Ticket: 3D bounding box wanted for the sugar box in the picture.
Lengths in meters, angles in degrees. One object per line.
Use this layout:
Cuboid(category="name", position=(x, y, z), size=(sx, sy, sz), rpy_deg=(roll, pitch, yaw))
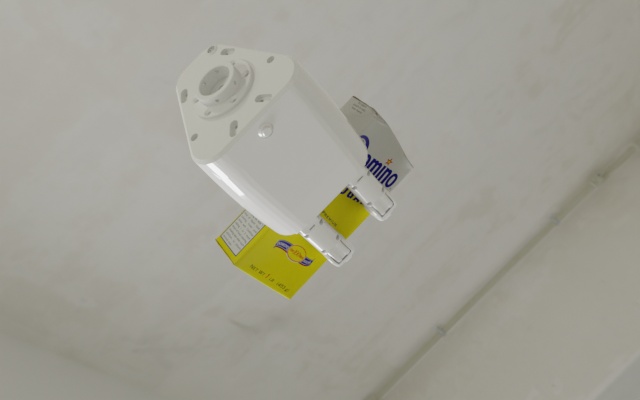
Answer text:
Cuboid(category="sugar box", position=(0.000, 0.002, 0.436), size=(0.048, 0.176, 0.093), rpy_deg=(45, 1, 41))
